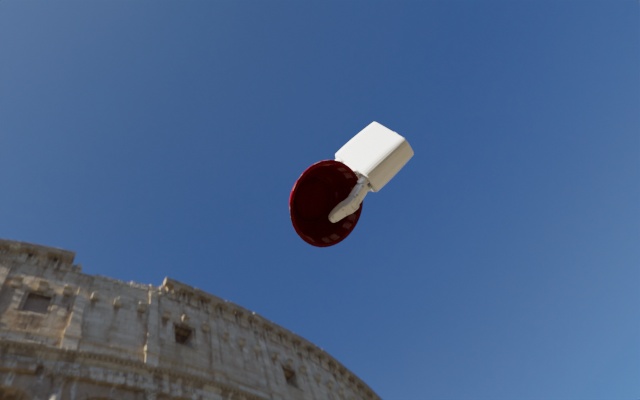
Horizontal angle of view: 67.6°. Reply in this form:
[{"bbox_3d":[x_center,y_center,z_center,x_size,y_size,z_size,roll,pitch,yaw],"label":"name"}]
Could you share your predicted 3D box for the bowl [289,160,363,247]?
[{"bbox_3d":[-0.001,0.004,0.887,0.162,0.162,0.055,0,9,-35],"label":"bowl"}]
